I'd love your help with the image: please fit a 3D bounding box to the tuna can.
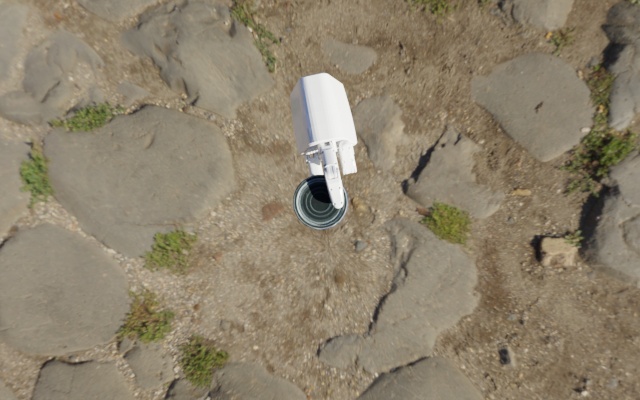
[{"bbox_3d":[0.000,0.002,0.740,0.086,0.086,0.034,0,0,0],"label":"tuna can"}]
